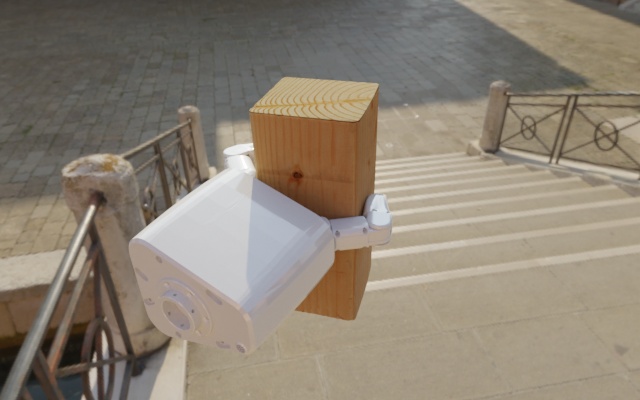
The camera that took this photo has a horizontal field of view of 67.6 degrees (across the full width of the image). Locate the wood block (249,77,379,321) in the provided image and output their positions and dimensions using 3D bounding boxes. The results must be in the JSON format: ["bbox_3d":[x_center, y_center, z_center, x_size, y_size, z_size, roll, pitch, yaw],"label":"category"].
[{"bbox_3d":[0.000,0.002,0.448,0.091,0.206,0.090,8,34,14],"label":"wood block"}]
